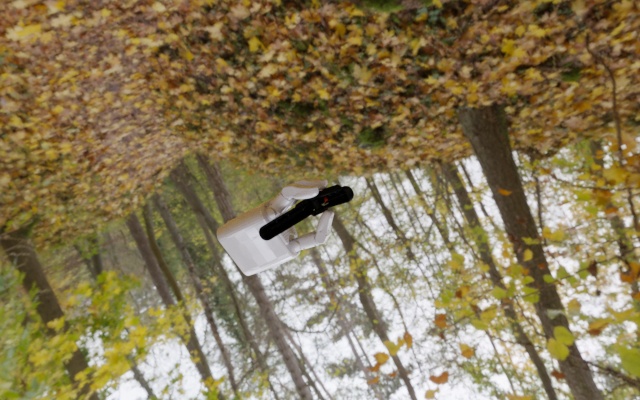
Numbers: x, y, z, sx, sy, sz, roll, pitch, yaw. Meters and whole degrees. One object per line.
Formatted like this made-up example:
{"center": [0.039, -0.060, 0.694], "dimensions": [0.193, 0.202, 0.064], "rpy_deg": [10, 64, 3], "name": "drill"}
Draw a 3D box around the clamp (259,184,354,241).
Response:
{"center": [0.000, 0.003, 0.818], "dimensions": [0.164, 0.036, 0.210], "rpy_deg": [-24, 5, 21], "name": "clamp"}
